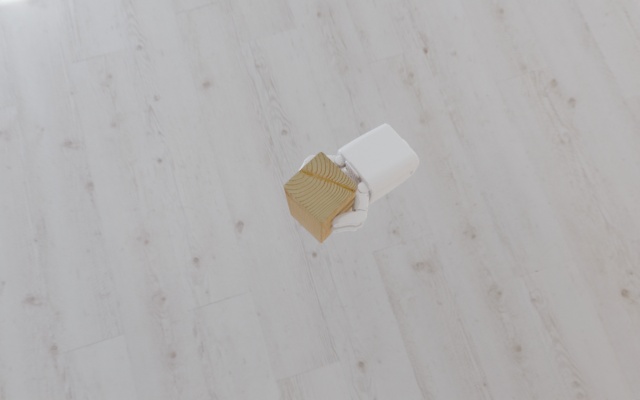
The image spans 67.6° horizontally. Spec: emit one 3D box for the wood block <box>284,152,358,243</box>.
[{"bbox_3d":[0.000,0.002,0.873,0.090,0.091,0.206,-44,-10,-10],"label":"wood block"}]
